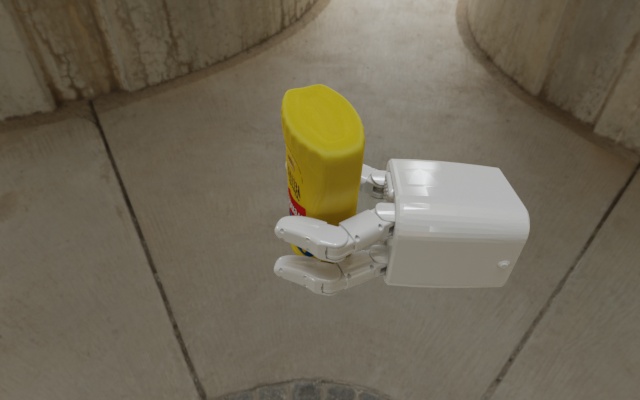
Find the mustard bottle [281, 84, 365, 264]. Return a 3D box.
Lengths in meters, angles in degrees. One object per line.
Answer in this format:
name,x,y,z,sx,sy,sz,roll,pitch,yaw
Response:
mustard bottle,0.000,0.001,0.429,0.058,0.192,0.096,-15,47,-15
